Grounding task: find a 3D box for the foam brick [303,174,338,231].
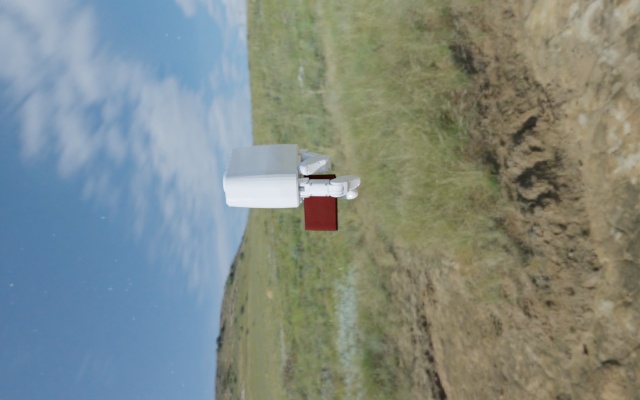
[{"bbox_3d":[0.000,0.003,0.742,0.051,0.078,0.053,-2,19,-1],"label":"foam brick"}]
